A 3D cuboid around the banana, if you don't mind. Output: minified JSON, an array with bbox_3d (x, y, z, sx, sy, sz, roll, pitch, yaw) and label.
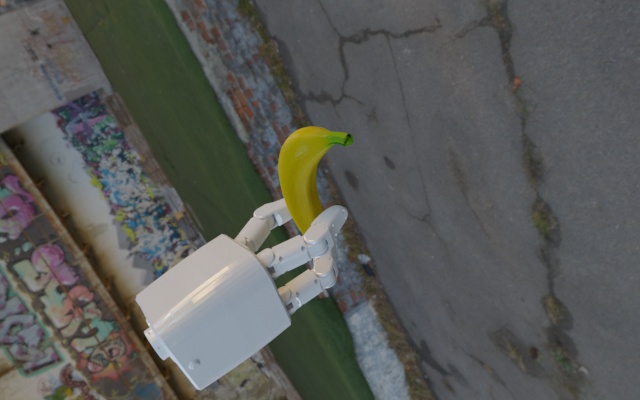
[{"bbox_3d":[-0.012,-0.012,0.483,0.037,0.069,0.198,-37,-23,-24],"label":"banana"}]
